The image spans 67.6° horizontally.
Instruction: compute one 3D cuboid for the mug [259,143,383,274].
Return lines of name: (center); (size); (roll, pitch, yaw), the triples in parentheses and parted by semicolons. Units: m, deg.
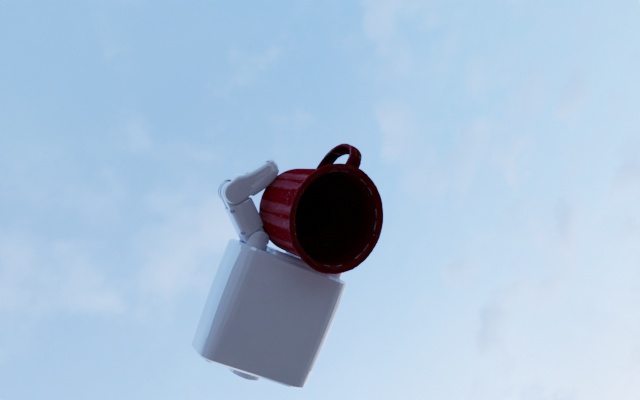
mug: (0.000, 0.000, 0.433); (0.093, 0.117, 0.081); (26, -9, -29)
